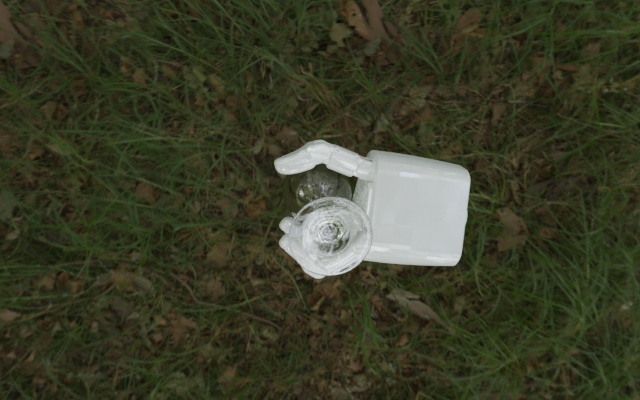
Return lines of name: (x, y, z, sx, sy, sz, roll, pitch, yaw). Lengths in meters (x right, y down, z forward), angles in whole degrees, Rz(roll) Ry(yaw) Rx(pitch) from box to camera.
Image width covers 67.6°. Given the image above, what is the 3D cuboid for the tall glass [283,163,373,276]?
tall glass: (0.000, 0.002, 0.508, 0.079, 0.079, 0.201, 0, 18, -6)
